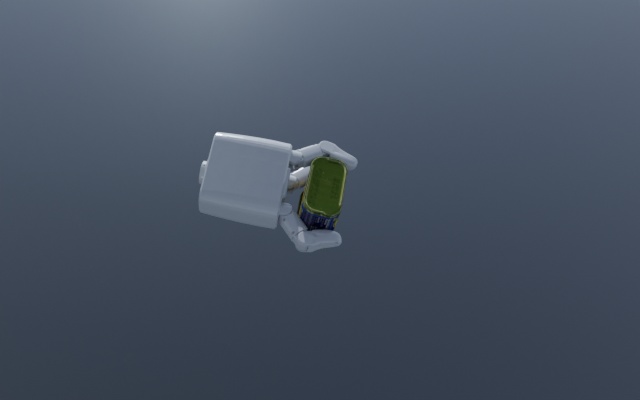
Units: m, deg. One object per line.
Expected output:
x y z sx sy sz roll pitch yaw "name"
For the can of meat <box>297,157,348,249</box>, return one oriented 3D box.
0.000 0.002 0.661 0.057 0.102 0.084 13 -36 -3 "can of meat"
